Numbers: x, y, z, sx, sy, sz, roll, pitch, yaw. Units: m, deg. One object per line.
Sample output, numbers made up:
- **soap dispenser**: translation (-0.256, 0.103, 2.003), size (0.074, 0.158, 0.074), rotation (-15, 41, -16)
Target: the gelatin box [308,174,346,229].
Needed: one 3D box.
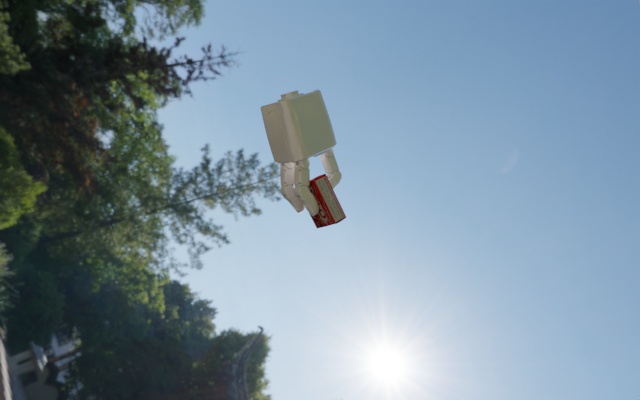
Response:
- **gelatin box**: translation (0.001, 0.003, 0.861), size (0.030, 0.089, 0.073), rotation (-29, 4, -29)
